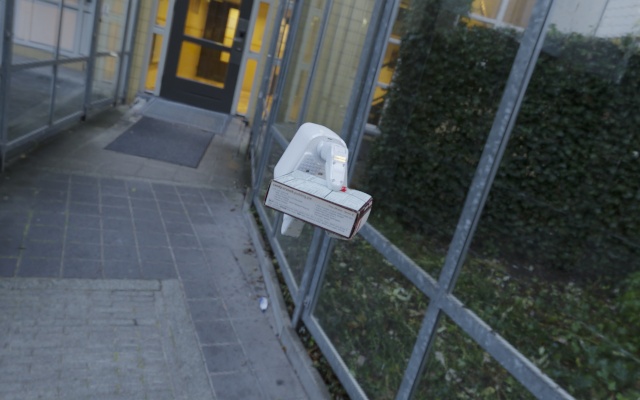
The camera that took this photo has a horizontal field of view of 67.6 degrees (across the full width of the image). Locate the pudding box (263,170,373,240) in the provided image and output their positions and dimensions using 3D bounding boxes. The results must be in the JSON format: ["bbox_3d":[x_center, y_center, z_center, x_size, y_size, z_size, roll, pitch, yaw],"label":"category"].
[{"bbox_3d":[0.000,0.002,0.576,0.113,0.039,0.090,19,16,12],"label":"pudding box"}]
